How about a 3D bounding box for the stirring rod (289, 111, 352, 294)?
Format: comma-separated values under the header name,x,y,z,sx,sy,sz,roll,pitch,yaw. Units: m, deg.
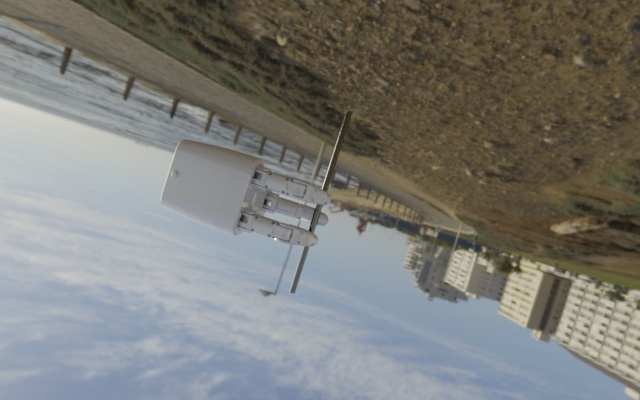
name,x,y,z,sx,sy,sz,roll,pitch,yaw
stirring rod,0.000,0.002,0.606,0.011,0.239,0.011,18,0,0
